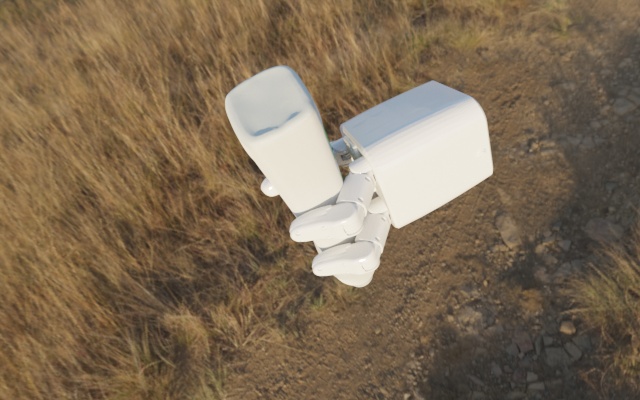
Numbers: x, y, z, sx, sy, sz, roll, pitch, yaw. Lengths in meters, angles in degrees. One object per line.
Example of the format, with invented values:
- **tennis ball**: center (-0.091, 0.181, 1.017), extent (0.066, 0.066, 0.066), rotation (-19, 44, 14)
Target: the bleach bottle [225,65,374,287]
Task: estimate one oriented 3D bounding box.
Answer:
- **bleach bottle**: center (0.000, 0.002, 0.462), extent (0.068, 0.251, 0.102), rotation (-28, 44, 0)
